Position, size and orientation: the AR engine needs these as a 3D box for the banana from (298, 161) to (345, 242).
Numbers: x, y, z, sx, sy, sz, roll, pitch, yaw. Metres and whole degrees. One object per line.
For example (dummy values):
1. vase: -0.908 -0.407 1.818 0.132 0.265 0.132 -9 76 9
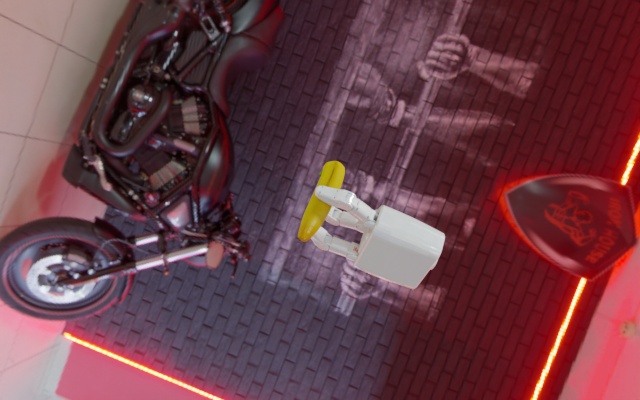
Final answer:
1. banana: 0.008 -0.013 0.758 0.037 0.070 0.197 25 35 -3
